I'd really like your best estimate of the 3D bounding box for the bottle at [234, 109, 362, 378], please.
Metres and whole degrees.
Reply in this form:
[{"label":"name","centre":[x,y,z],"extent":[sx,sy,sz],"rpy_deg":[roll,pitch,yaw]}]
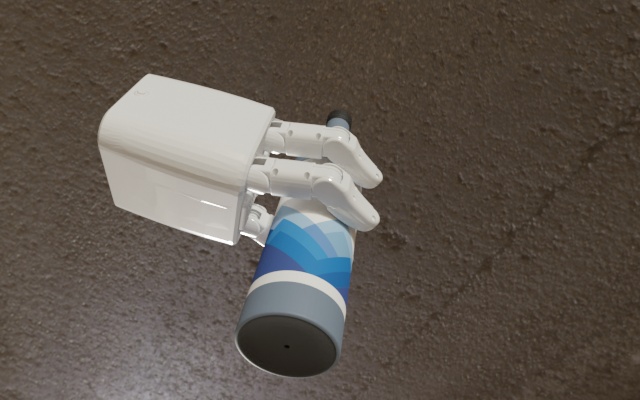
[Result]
[{"label":"bottle","centre":[0.000,0.002,0.407],"extent":[0.069,0.069,0.295],"rpy_deg":[0,37,10]}]
